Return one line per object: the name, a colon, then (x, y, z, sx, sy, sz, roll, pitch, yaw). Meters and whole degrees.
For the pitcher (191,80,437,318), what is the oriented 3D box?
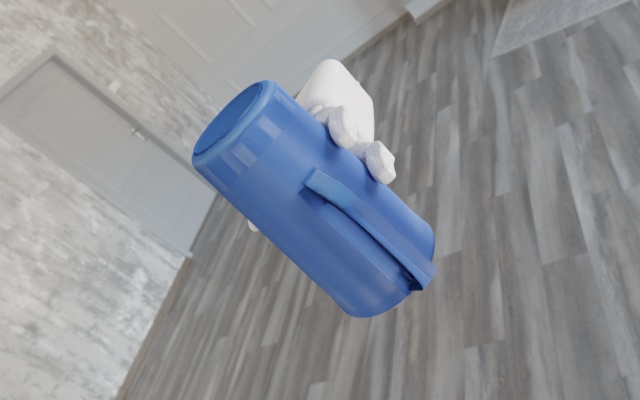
pitcher: (0.000, 0.001, 0.472, 0.149, 0.145, 0.243, -30, -60, 31)
